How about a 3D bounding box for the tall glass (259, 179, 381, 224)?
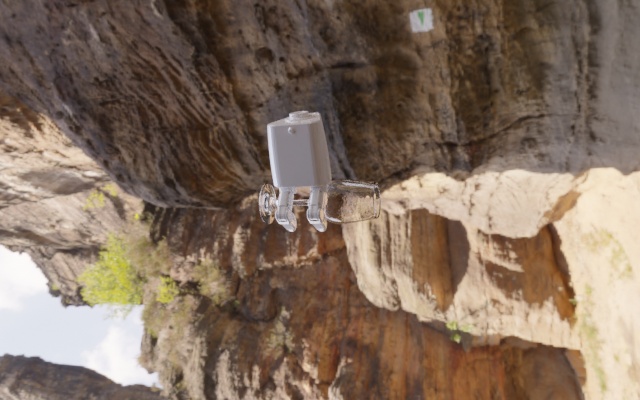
[{"bbox_3d":[0.000,0.003,0.829,0.201,0.079,0.079,-2,-1,17],"label":"tall glass"}]
